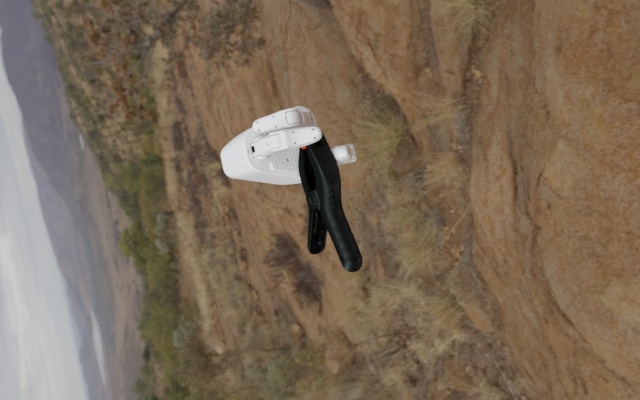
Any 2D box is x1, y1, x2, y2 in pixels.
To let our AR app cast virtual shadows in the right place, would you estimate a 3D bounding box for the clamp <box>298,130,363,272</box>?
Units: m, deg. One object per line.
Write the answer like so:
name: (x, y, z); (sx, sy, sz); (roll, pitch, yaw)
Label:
clamp: (0.000, 0.002, 0.593); (0.039, 0.171, 0.120); (-13, 2, -29)
